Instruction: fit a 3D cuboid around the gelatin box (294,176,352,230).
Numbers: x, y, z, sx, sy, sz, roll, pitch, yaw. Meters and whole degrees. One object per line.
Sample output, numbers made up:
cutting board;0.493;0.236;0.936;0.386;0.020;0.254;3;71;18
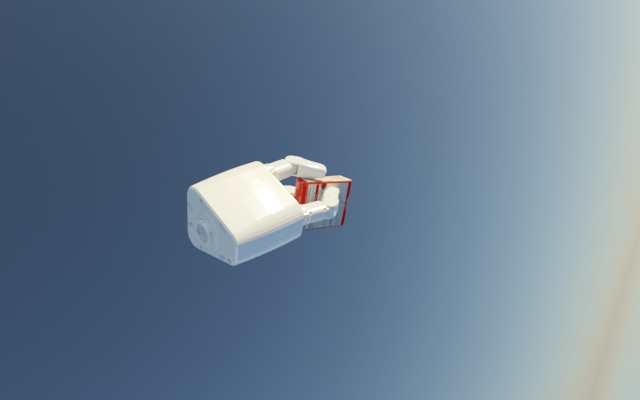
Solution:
gelatin box;0.001;0.002;0.705;0.089;0.073;0.030;-4;21;-40
